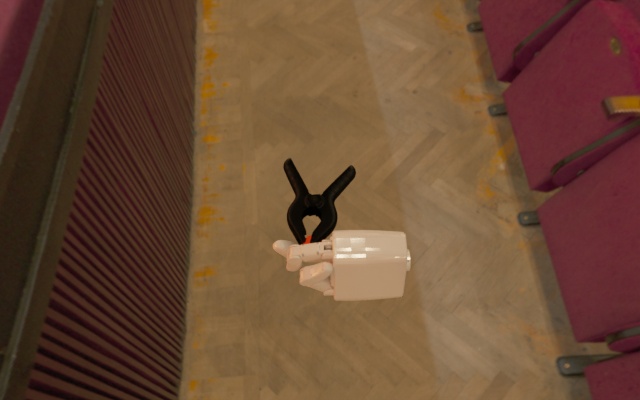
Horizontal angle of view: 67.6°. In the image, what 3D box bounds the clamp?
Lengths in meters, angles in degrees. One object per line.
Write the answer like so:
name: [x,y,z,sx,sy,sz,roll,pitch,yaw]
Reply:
clamp: [0.000,0.002,0.760,0.120,0.171,0.039,-4,-31,3]
